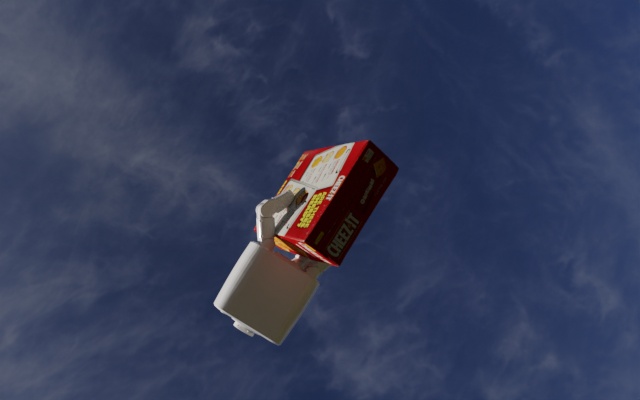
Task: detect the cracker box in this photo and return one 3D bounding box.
[{"bbox_3d":[0.000,0.002,0.714,0.072,0.164,0.213,38,-14,-22],"label":"cracker box"}]
